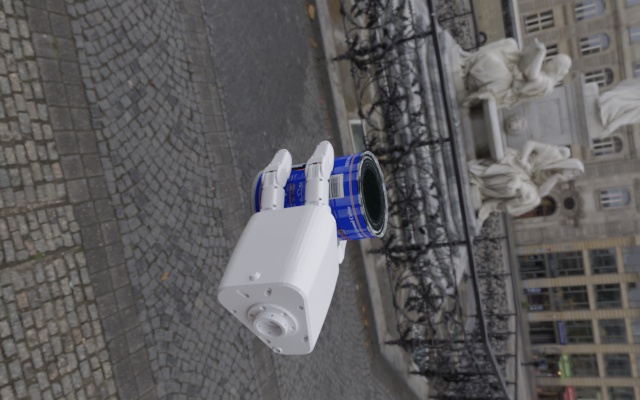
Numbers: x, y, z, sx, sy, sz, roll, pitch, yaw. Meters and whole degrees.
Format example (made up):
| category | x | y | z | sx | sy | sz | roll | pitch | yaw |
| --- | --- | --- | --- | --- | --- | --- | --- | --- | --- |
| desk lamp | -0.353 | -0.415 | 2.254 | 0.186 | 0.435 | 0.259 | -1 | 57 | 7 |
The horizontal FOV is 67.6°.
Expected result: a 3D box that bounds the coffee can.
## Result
| category | x | y | z | sx | sy | sz | roll | pitch | yaw |
| --- | --- | --- | --- | --- | --- | --- | --- | --- | --- |
| coffee can | 0.000 | 0.002 | 0.584 | 0.140 | 0.103 | 0.103 | -8 | -3 | 23 |
